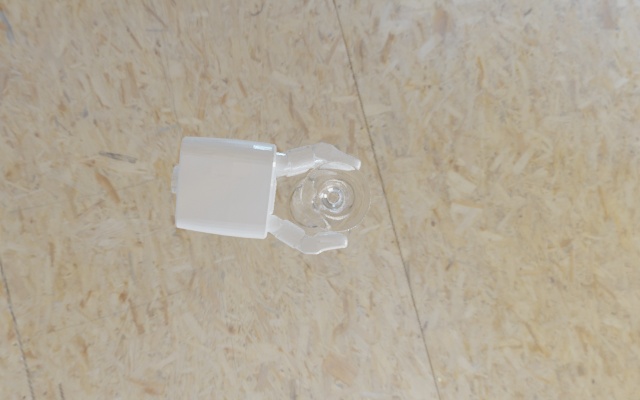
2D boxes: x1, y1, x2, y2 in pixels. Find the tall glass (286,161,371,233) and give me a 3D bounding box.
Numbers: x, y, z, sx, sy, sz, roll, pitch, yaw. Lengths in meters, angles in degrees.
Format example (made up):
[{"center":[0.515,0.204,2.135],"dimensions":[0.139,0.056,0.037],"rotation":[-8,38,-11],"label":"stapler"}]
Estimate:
[{"center":[0.000,0.002,0.592],"dimensions":[0.079,0.079,0.201],"rotation":[0,-4,-9],"label":"tall glass"}]
